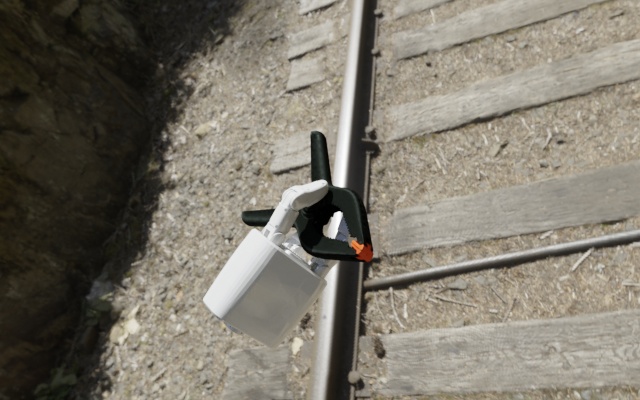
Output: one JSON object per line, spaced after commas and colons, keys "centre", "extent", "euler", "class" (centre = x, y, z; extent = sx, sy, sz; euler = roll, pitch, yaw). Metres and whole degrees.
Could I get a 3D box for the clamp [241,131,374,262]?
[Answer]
{"centre": [0.000, 0.002, 0.606], "extent": [0.210, 0.164, 0.036], "euler": [32, -4, 43], "class": "clamp"}
